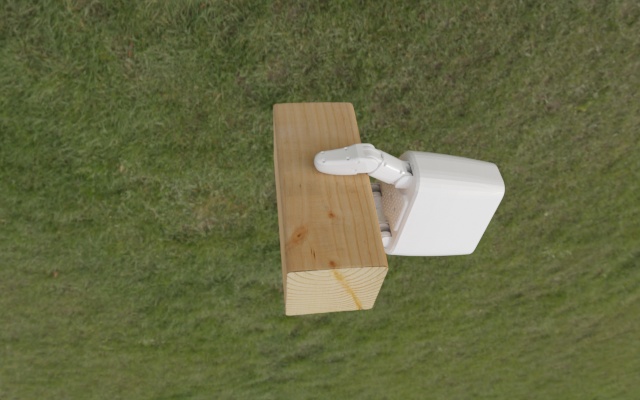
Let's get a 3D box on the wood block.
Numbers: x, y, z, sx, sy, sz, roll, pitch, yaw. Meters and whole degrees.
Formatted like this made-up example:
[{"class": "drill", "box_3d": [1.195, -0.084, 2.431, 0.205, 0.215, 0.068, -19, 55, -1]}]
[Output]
[{"class": "wood block", "box_3d": [0.001, 0.002, 0.497, 0.090, 0.206, 0.091, -3, -36, -8]}]
